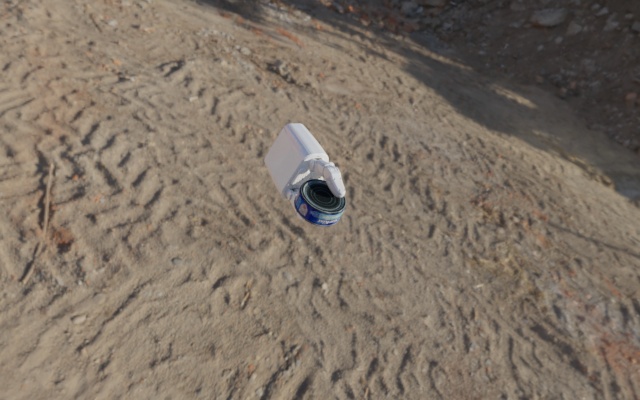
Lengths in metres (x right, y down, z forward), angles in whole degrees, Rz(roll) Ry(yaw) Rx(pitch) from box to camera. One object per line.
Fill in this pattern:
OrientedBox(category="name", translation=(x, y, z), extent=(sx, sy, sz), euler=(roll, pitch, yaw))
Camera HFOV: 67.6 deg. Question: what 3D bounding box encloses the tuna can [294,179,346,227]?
OrientedBox(category="tuna can", translation=(0.000, 0.002, 0.818), extent=(0.086, 0.034, 0.086), euler=(16, 39, -13))
